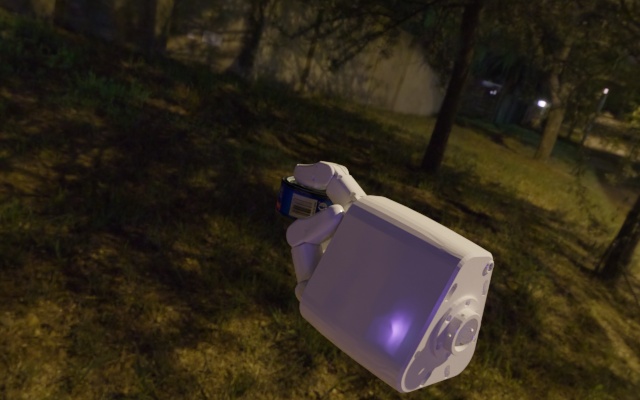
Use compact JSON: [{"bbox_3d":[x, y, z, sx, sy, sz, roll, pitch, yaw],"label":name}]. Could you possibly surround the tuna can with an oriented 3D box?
[{"bbox_3d":[0.000,0.001,0.473,0.086,0.034,0.086,12,12,-3],"label":"tuna can"}]
